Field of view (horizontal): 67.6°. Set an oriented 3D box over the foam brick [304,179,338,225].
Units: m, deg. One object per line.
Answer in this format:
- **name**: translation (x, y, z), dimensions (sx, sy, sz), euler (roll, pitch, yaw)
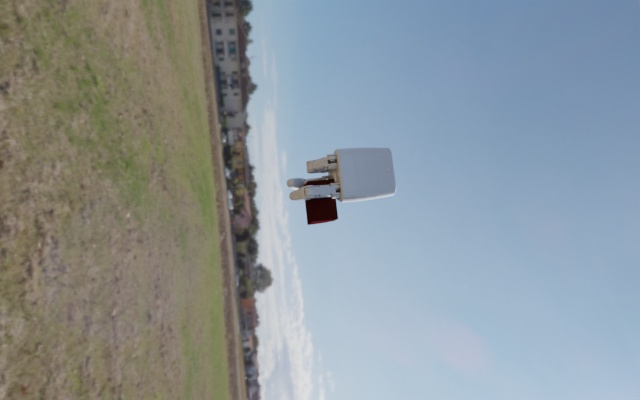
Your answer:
- **foam brick**: translation (0.000, 0.003, 0.897), dimensions (0.051, 0.078, 0.053), euler (-5, -7, -11)
